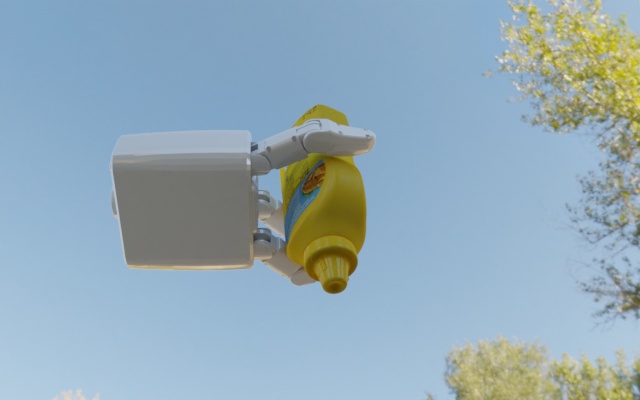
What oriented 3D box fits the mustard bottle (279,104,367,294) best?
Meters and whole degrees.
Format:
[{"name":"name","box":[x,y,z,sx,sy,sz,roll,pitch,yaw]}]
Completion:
[{"name":"mustard bottle","box":[0.000,0.001,0.415,0.058,0.096,0.191,19,34,-21]}]
